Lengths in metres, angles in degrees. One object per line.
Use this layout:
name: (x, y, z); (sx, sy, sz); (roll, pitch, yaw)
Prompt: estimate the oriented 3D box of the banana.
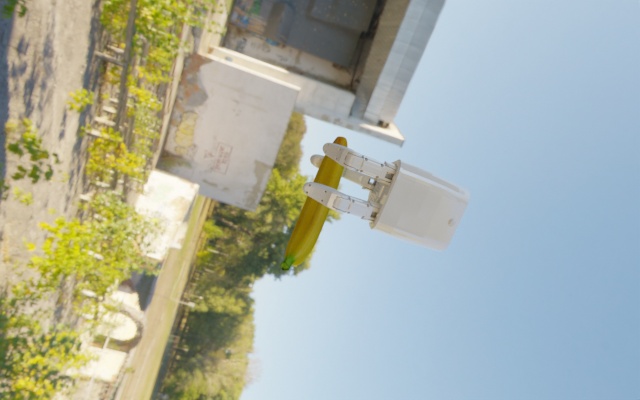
banana: (-0.004, 0.008, 0.656); (0.037, 0.197, 0.069); (23, -13, -4)
